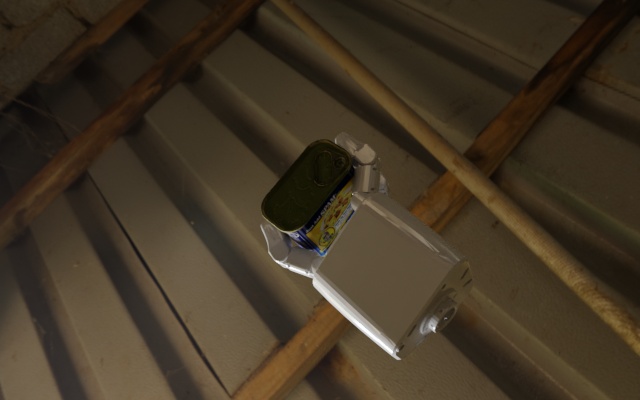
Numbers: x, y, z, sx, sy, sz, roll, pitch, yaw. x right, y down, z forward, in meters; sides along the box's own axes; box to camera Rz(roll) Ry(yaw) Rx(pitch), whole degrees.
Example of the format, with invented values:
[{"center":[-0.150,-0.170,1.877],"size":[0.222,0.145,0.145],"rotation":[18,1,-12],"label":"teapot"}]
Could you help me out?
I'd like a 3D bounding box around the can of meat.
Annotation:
[{"center":[0.000,0.002,0.500],"size":[0.057,0.102,0.084],"rotation":[34,-9,33],"label":"can of meat"}]
